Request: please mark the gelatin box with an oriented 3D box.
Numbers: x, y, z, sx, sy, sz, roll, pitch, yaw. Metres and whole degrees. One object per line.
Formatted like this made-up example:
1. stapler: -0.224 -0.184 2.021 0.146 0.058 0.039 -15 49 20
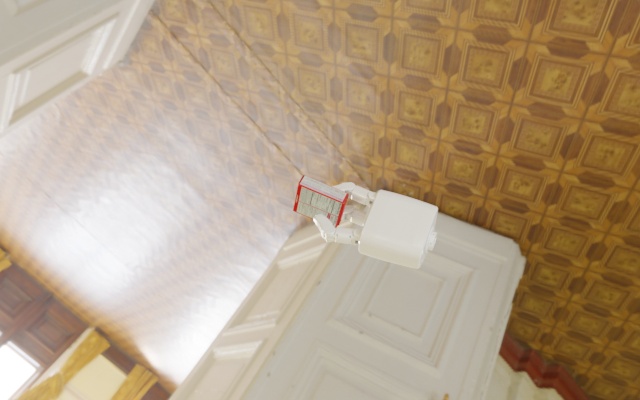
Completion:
1. gelatin box: 0.000 0.003 0.846 0.089 0.030 0.073 22 -41 7
